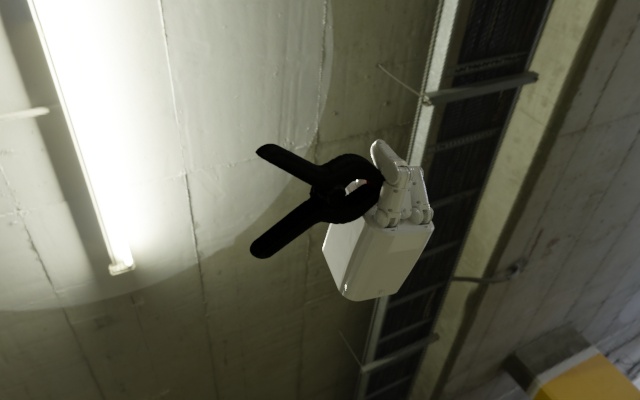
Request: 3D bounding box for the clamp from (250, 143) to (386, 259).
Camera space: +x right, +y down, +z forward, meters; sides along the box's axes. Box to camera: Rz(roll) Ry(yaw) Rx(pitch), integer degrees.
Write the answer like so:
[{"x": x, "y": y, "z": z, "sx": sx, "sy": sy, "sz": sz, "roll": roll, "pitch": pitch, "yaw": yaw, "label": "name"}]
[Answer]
[{"x": 0.000, "y": 0.001, "z": 0.496, "sx": 0.171, "sy": 0.120, "sz": 0.039, "roll": 0, "pitch": 32, "yaw": -34, "label": "clamp"}]
